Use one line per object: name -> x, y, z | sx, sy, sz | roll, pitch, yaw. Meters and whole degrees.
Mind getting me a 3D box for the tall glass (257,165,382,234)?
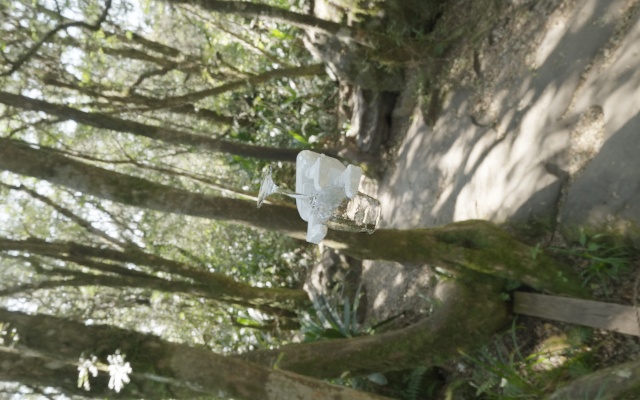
tall glass -> -0.001, 0.003, 0.806 | 0.201, 0.079, 0.079 | 16, -4, -14
